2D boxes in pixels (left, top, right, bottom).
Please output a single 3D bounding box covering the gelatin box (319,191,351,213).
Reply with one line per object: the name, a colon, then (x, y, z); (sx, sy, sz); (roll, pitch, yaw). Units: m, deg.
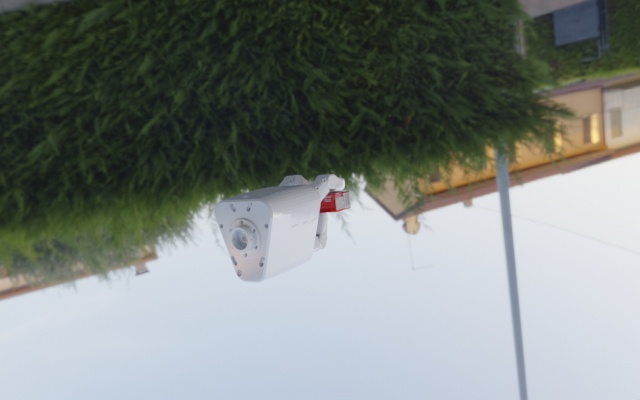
gelatin box: (0.000, 0.003, 0.734); (0.073, 0.030, 0.089); (-4, 2, 19)
